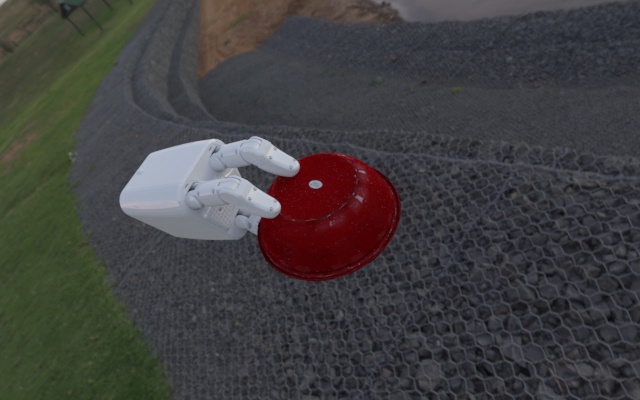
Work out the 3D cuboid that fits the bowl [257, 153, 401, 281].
[{"bbox_3d":[0.001,0.001,0.501,0.162,0.162,0.055,0,-39,20],"label":"bowl"}]
